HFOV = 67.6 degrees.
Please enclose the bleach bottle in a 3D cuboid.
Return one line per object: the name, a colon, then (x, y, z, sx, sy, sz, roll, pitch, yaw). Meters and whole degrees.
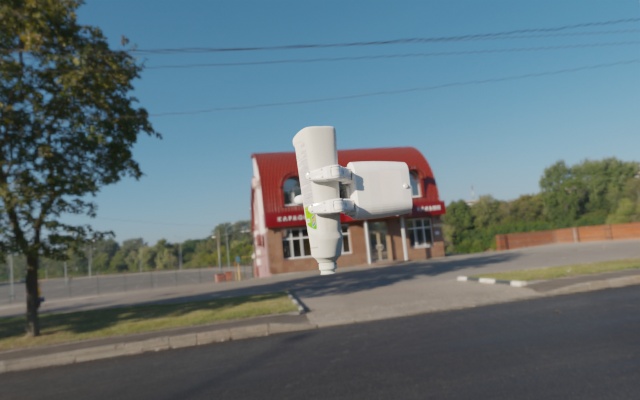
bleach bottle: (0.000, 0.003, 0.840, 0.068, 0.251, 0.102, -4, -6, -16)
